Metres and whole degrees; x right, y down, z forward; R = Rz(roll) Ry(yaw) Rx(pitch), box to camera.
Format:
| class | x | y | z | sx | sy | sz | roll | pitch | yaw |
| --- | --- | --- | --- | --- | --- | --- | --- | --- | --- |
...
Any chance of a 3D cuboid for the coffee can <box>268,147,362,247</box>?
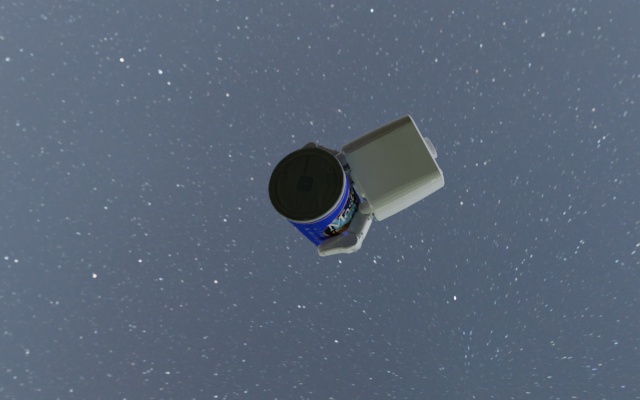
| class | x | y | z | sx | sy | sz | roll | pitch | yaw |
| --- | --- | --- | --- | --- | --- | --- | --- | --- | --- |
| coffee can | 0.000 | 0.002 | 0.670 | 0.103 | 0.102 | 0.140 | 0 | -20 | 17 |
